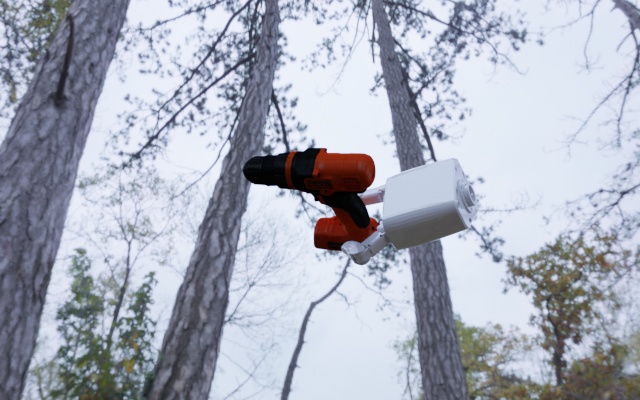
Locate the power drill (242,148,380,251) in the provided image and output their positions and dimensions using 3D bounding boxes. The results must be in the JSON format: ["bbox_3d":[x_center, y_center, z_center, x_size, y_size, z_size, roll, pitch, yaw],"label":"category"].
[{"bbox_3d":[0.001,0.002,0.677,0.184,0.057,0.188,3,-34,23],"label":"power drill"}]
